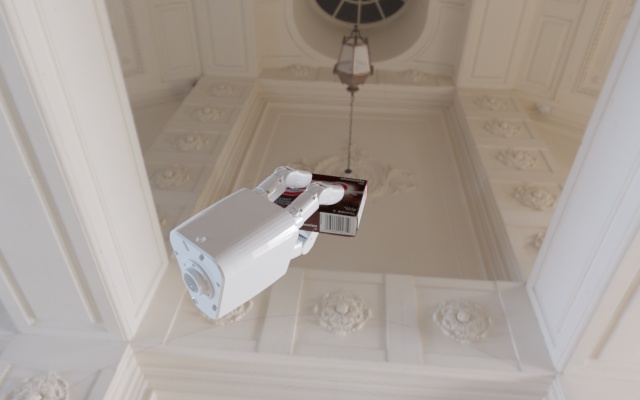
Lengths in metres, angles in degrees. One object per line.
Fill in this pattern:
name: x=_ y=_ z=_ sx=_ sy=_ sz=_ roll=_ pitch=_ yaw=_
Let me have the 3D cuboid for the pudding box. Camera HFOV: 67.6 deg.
pudding box: x=0.000 y=0.002 z=0.626 sx=0.113 sy=0.039 sz=0.090 roll=10 pitch=35 yaw=9
